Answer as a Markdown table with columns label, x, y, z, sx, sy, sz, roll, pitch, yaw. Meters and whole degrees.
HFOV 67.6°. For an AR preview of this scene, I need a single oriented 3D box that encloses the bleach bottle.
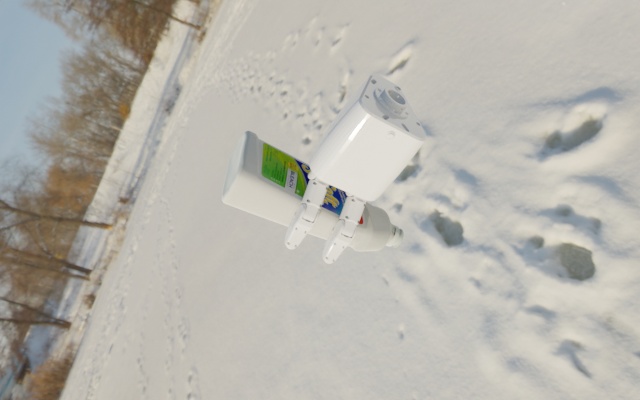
| label | x | y | z | sx | sy | sz | roll | pitch | yaw |
| --- | --- | --- | --- | --- | --- | --- | --- | --- | --- |
| bleach bottle | 0.000 | 0.002 | 0.634 | 0.251 | 0.102 | 0.068 | 22 | -50 | -21 |
